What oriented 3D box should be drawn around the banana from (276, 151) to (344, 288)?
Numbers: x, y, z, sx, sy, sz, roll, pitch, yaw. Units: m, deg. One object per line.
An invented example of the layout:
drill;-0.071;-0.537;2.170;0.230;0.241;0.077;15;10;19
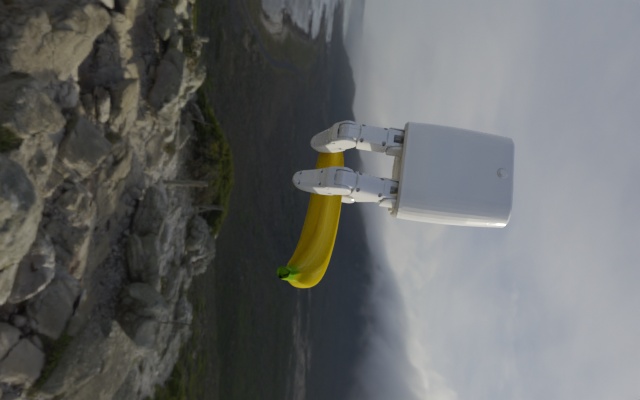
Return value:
banana;0.000;0.017;0.493;0.037;0.197;0.070;8;-42;9
